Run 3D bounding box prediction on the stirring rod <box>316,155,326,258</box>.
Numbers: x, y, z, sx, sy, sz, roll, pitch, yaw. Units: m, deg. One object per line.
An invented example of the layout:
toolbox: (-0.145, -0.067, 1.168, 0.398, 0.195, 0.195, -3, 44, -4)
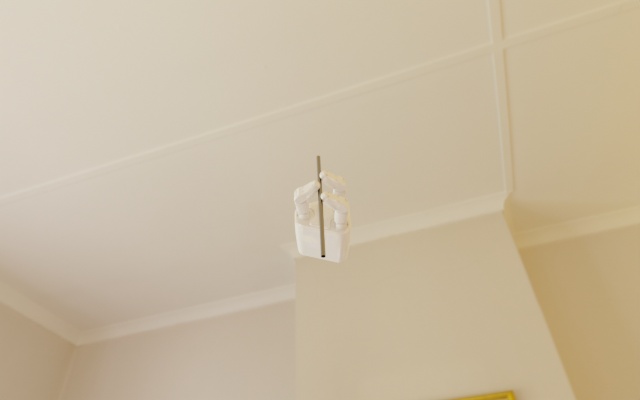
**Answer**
stirring rod: (0.000, 0.003, 0.865, 0.011, 0.239, 0.011, -2, -42, -1)
